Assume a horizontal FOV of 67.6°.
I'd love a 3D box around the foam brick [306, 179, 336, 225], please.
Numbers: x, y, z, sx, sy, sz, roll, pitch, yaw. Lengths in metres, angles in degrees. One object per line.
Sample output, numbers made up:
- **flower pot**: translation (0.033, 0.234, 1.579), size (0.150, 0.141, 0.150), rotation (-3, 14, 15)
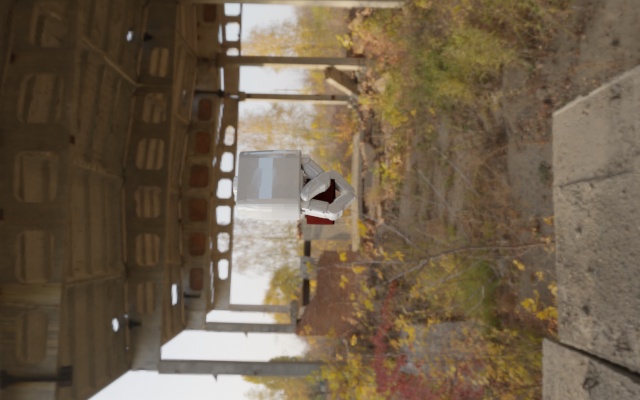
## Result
- **foam brick**: translation (0.000, 0.003, 0.851), size (0.051, 0.053, 0.078), rotation (-1, -32, -1)
